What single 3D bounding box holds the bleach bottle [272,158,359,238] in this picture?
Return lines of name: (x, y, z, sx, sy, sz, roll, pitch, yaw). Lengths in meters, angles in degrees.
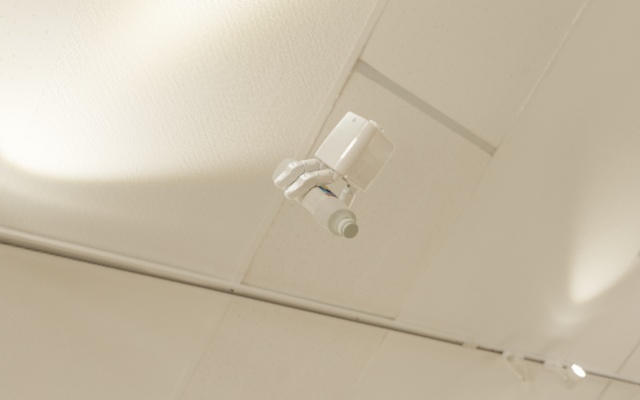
bleach bottle: (0.000, 0.003, 0.873, 0.103, 0.068, 0.250, 33, 6, -36)
